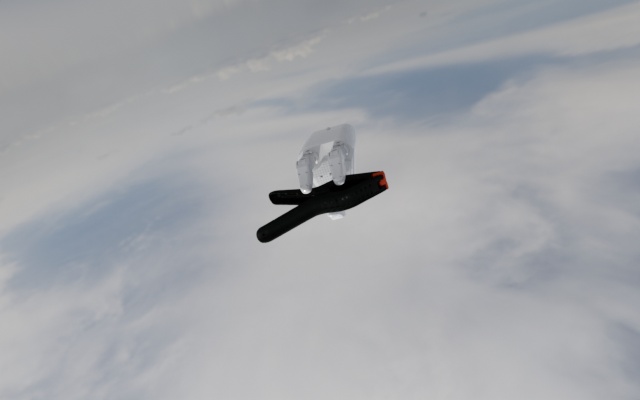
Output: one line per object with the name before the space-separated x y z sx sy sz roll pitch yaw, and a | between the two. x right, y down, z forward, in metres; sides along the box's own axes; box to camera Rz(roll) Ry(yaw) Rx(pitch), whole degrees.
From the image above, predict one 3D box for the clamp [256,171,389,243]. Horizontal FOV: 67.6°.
clamp | 0.001 0.003 0.739 0.210 0.036 0.164 -14 23 14
